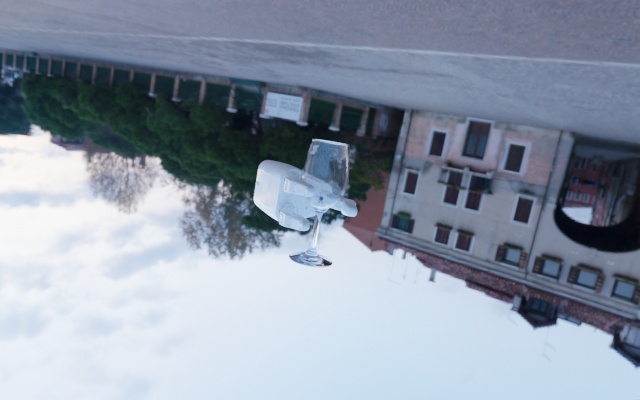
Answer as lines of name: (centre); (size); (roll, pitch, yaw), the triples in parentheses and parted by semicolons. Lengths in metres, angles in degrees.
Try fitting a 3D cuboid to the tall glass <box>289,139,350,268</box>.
tall glass: (0.000, 0.003, 0.783); (0.079, 0.201, 0.079); (10, 10, -2)
